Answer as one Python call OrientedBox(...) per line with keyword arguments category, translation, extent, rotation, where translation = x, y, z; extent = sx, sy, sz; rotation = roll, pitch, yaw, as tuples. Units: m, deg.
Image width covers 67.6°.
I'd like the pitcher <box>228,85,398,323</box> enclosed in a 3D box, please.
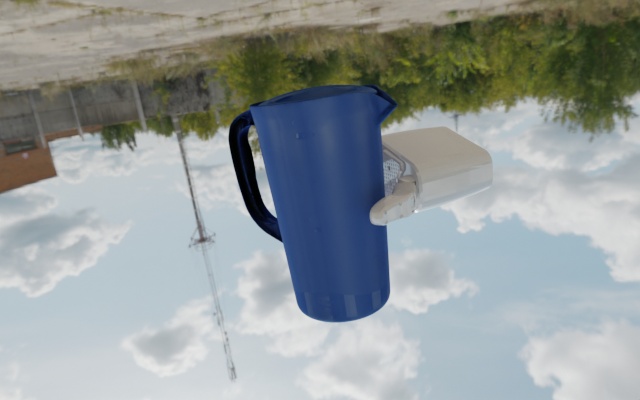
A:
OrientedBox(category="pitcher", translation=(0.000, 0.002, 0.519), extent=(0.145, 0.243, 0.149), rotation=(-15, 17, -23))
